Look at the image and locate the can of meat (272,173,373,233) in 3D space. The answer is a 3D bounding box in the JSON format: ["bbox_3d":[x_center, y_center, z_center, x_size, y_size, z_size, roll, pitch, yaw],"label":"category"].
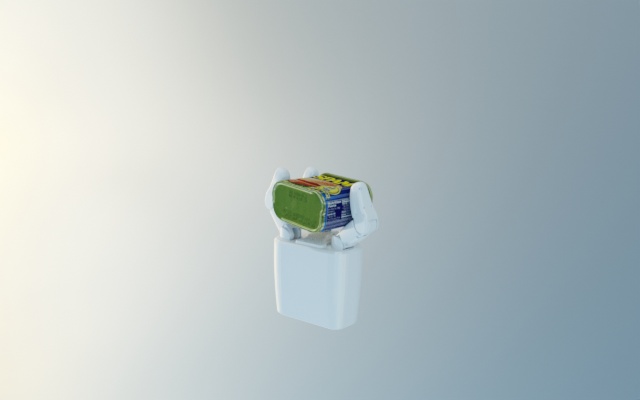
[{"bbox_3d":[0.000,0.002,0.604,0.084,0.057,0.102,-10,19,-41],"label":"can of meat"}]
